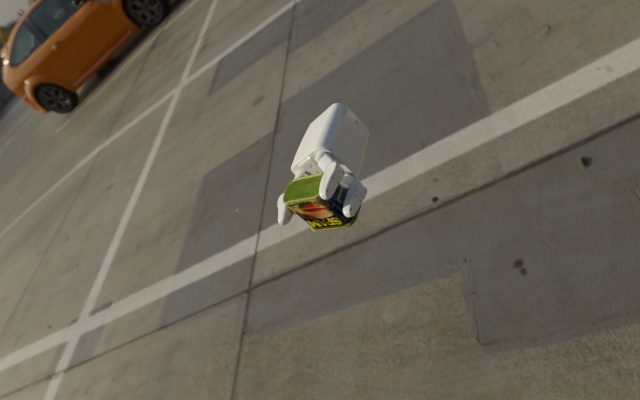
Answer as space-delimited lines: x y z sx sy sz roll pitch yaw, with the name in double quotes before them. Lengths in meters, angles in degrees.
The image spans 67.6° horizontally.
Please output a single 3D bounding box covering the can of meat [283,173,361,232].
"can of meat" 0.000 0.002 0.777 0.102 0.057 0.084 -9 -40 43
